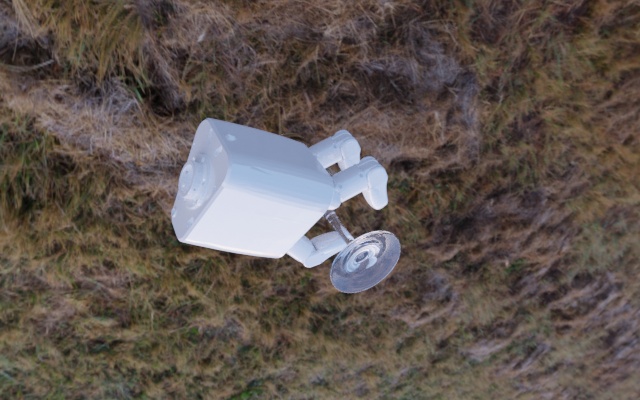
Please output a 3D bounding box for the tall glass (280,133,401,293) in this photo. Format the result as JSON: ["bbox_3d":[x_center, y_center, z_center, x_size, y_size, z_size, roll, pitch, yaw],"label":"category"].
[{"bbox_3d":[0.000,0.002,0.510,0.079,0.079,0.201,0,35,-31],"label":"tall glass"}]
